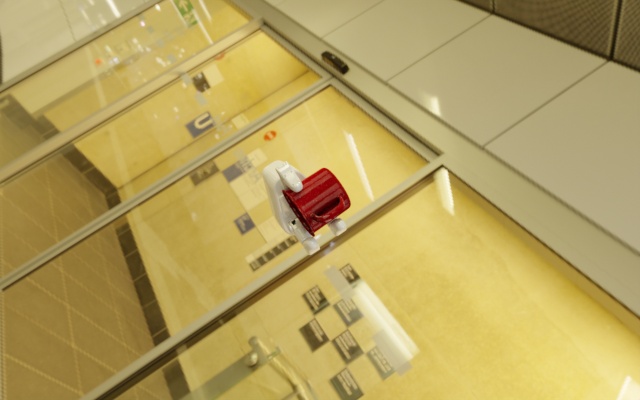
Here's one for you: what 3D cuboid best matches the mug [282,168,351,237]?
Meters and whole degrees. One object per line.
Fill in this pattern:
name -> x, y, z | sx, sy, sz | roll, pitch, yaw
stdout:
mug -> 0.001, 0.003, 0.773 | 0.081, 0.093, 0.117 | -34, 25, -9
